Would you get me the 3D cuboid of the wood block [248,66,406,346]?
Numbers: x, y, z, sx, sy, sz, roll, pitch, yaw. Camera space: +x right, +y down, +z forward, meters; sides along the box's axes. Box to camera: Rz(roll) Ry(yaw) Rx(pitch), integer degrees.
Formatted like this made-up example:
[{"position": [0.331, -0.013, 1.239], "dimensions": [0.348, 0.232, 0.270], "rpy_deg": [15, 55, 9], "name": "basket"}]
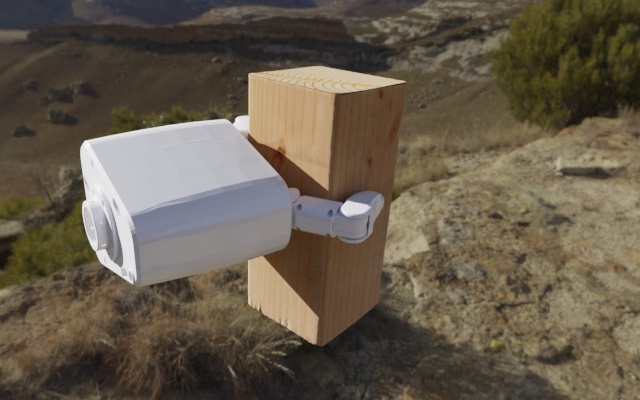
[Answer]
[{"position": [0.000, 0.001, 0.402], "dimensions": [0.091, 0.206, 0.090], "rpy_deg": [21, 29, 34], "name": "wood block"}]
